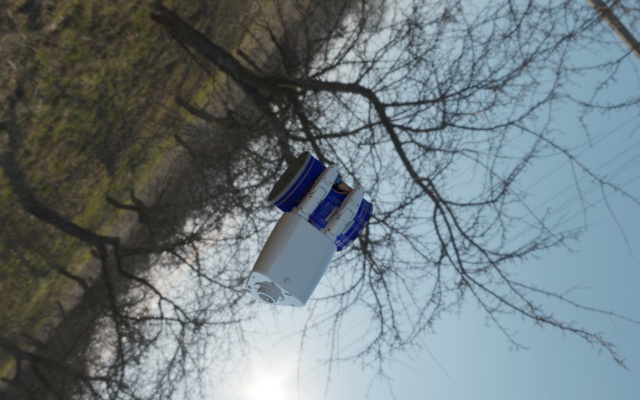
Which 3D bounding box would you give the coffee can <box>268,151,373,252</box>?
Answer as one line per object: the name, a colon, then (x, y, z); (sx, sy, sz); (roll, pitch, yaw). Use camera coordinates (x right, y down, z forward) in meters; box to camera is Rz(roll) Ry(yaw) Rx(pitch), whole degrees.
coffee can: (0.000, 0.002, 0.778); (0.140, 0.103, 0.103); (38, -11, -14)
